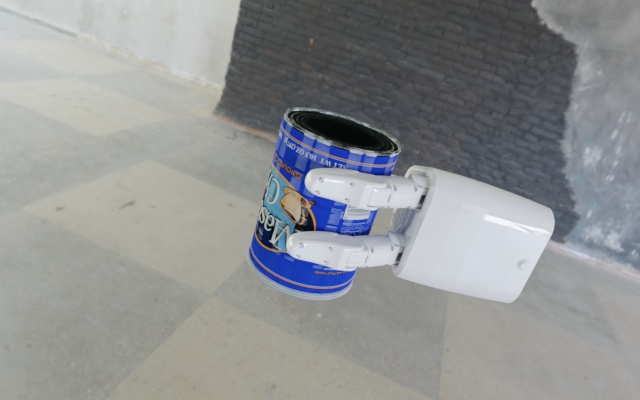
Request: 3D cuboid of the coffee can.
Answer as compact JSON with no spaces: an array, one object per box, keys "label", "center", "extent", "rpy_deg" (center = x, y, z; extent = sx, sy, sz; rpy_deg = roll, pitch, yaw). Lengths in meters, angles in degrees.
[{"label":"coffee can","center":[0.000,0.001,0.424],"extent":[0.103,0.140,0.102],"rpy_deg":[15,23,-6]}]
